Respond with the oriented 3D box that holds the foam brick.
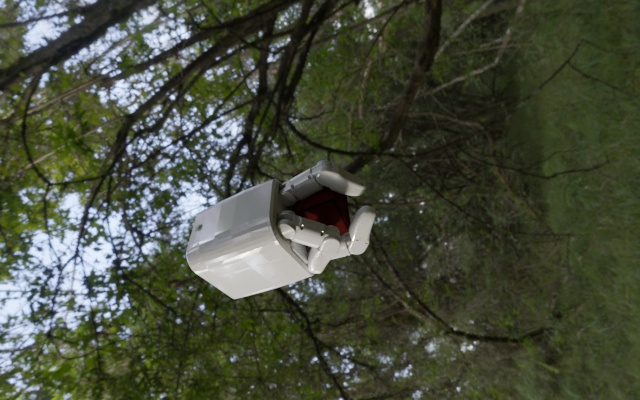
[{"bbox_3d":[0.000,0.002,0.554,0.051,0.053,0.078,-21,35,14],"label":"foam brick"}]
